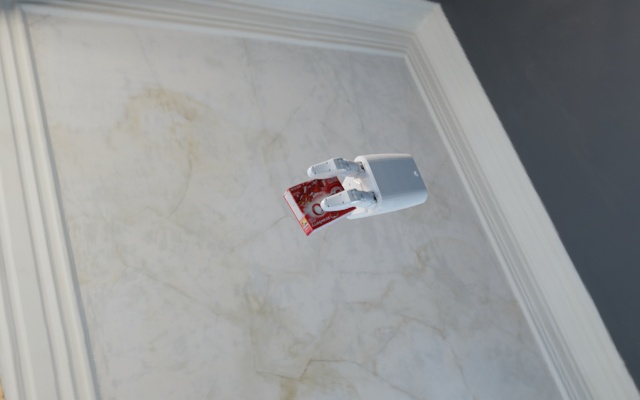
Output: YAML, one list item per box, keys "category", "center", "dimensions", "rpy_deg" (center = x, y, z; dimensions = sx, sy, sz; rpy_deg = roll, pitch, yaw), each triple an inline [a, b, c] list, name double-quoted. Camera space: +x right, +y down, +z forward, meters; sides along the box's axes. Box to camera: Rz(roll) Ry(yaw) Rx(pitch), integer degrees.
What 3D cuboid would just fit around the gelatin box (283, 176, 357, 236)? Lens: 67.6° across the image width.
- category: "gelatin box"
  center: [0.000, 0.003, 0.722]
  dimensions: [0.089, 0.073, 0.030]
  rpy_deg: [-24, -13, -31]
